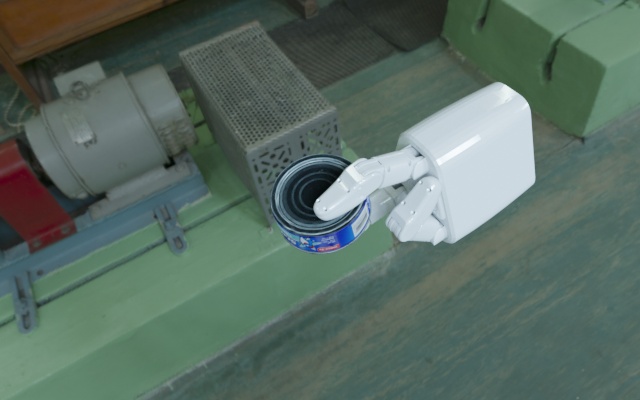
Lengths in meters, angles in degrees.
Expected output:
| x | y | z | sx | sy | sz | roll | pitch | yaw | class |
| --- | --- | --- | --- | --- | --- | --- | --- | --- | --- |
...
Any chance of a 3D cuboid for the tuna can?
| x | y | z | sx | sy | sz | roll | pitch | yaw | class |
| --- | --- | --- | --- | --- | --- | --- | --- | --- | --- |
| 0.000 | 0.001 | 0.416 | 0.086 | 0.086 | 0.034 | 0 | -32 | 13 | tuna can |
